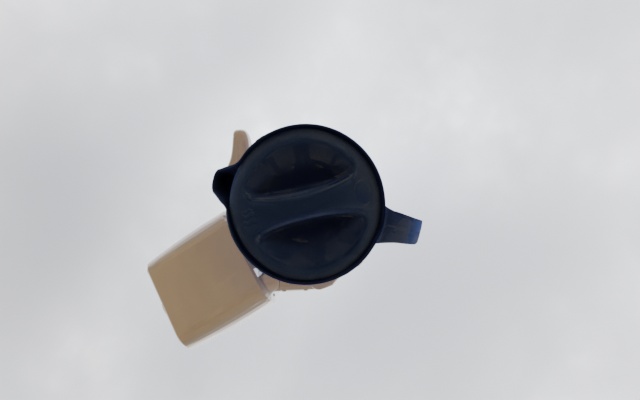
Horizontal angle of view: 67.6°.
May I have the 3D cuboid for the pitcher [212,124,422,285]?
[{"bbox_3d":[0.000,0.002,0.506,0.145,0.149,0.243,-32,2,3],"label":"pitcher"}]
